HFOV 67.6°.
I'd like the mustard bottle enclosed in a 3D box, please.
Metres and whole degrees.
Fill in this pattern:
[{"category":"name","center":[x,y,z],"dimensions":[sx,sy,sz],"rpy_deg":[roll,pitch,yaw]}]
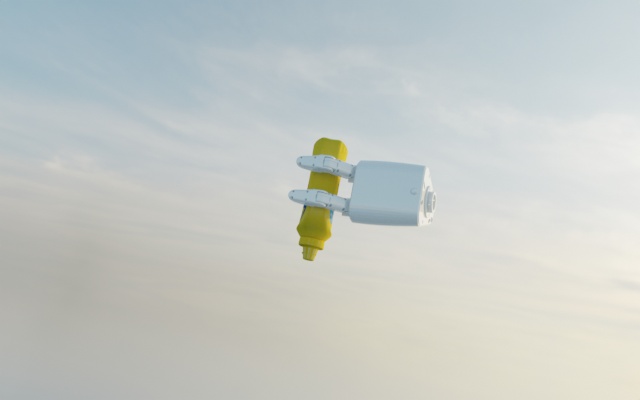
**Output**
[{"category":"mustard bottle","center":[0.000,0.002,0.769],"dimensions":[0.058,0.191,0.096],"rpy_deg":[11,-14,0]}]
